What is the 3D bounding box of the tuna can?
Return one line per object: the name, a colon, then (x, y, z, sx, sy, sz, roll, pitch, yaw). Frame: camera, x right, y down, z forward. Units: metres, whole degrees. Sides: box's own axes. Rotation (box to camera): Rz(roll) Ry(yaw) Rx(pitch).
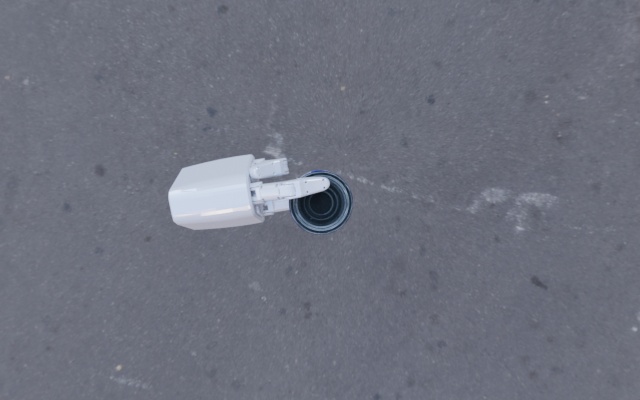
tuna can: (0.000, 0.002, 0.637, 0.086, 0.086, 0.034, 0, 5, -2)
